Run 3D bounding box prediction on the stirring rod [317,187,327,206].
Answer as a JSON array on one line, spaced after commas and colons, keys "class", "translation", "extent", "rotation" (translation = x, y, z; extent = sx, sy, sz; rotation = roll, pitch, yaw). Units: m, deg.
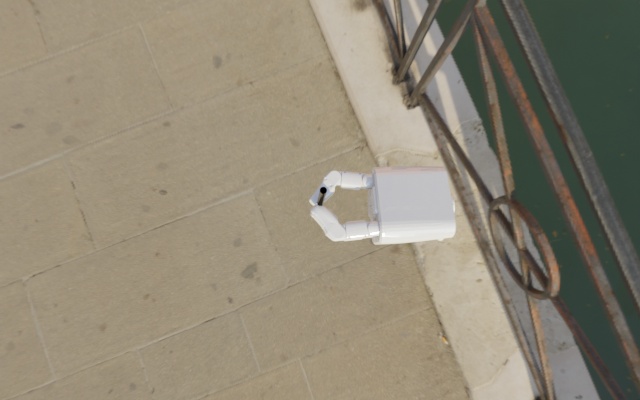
[{"class": "stirring rod", "translation": [0.000, 0.002, 0.641], "extent": [0.011, 0.011, 0.239], "rotation": [0, -6, -1]}]
